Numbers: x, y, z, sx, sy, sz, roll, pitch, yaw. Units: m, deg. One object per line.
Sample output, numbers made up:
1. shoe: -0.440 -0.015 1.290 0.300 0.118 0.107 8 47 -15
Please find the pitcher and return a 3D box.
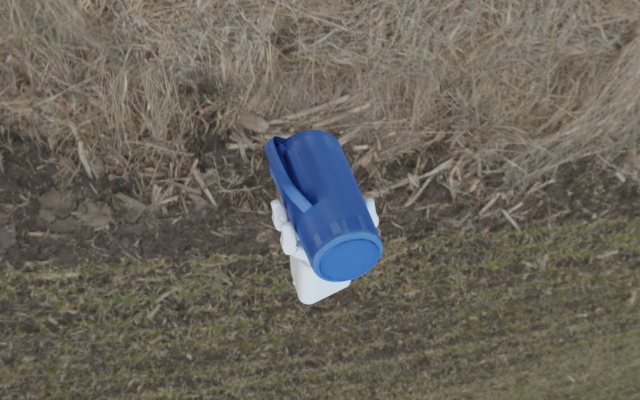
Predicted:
1. pitcher: 0.000 0.003 0.757 0.149 0.145 0.242 -8 44 -15
